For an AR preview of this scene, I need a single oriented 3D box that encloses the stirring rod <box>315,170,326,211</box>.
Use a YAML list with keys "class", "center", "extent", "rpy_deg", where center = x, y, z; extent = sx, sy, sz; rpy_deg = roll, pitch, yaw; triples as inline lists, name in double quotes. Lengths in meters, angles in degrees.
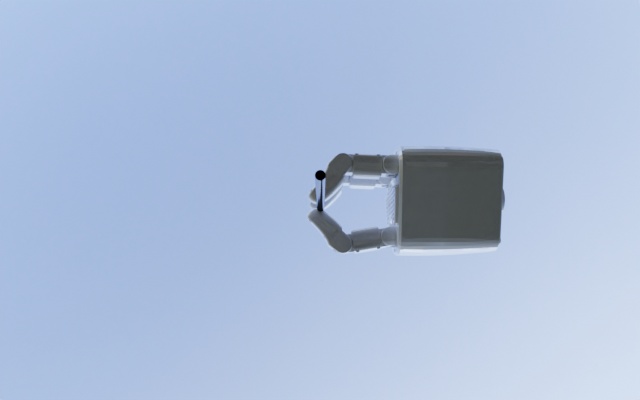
- class: "stirring rod"
  center: [0.000, 0.002, 0.465]
  extent: [0.011, 0.011, 0.239]
  rpy_deg: [0, -9, 0]
